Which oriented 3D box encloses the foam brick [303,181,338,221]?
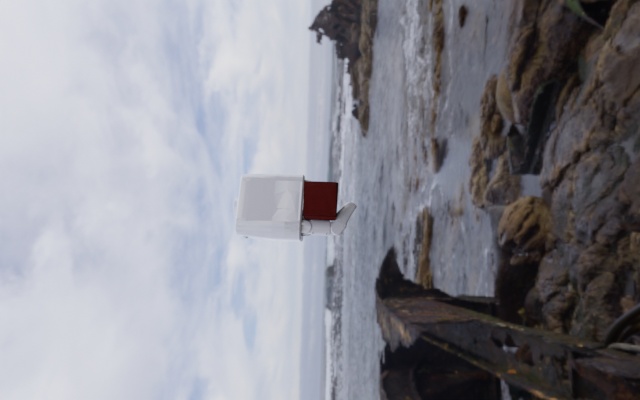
[{"bbox_3d":[0.000,0.002,0.737,0.051,0.053,0.078,3,-8,1],"label":"foam brick"}]
